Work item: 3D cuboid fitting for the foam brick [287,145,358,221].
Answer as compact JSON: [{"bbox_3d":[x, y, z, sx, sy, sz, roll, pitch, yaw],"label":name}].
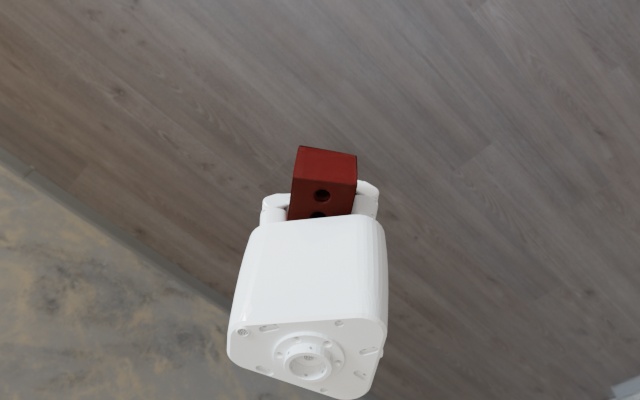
[{"bbox_3d":[0.000,0.001,0.412,0.053,0.078,0.051,8,34,-1],"label":"foam brick"}]
